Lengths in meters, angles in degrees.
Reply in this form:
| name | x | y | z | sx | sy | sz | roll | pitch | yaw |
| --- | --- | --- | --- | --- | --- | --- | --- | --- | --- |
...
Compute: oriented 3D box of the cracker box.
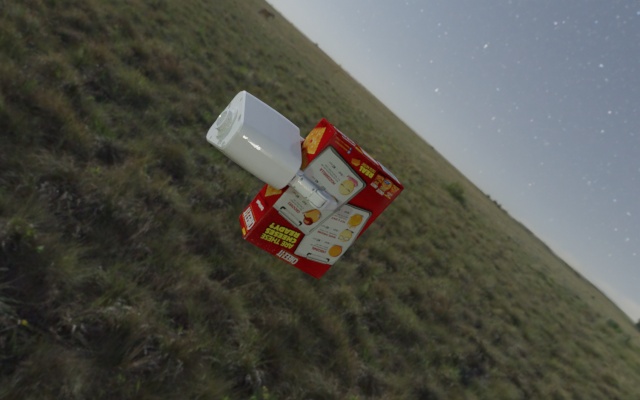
| name | x | y | z | sx | sy | sz | roll | pitch | yaw |
| --- | --- | --- | --- | --- | --- | --- | --- | --- | --- |
| cracker box | 0.000 | 0.002 | 0.763 | 0.164 | 0.214 | 0.072 | 34 | 15 | -32 |
